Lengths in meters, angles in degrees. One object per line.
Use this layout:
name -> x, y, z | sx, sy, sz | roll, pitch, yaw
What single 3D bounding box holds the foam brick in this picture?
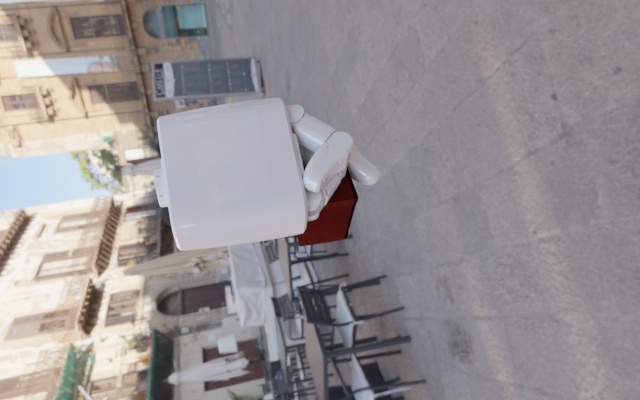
foam brick -> 0.000, 0.002, 0.466 | 0.051, 0.053, 0.078 | -10, -32, -12
